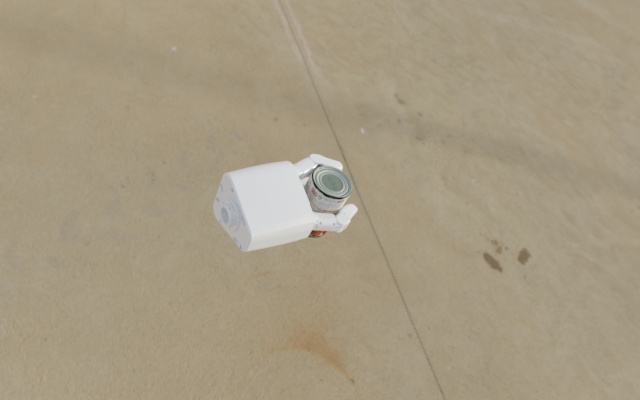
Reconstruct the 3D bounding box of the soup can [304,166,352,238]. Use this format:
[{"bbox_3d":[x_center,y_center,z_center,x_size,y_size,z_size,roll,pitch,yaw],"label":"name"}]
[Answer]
[{"bbox_3d":[0.001,0.002,0.756,0.068,0.068,0.102,0,-39,-28],"label":"soup can"}]
